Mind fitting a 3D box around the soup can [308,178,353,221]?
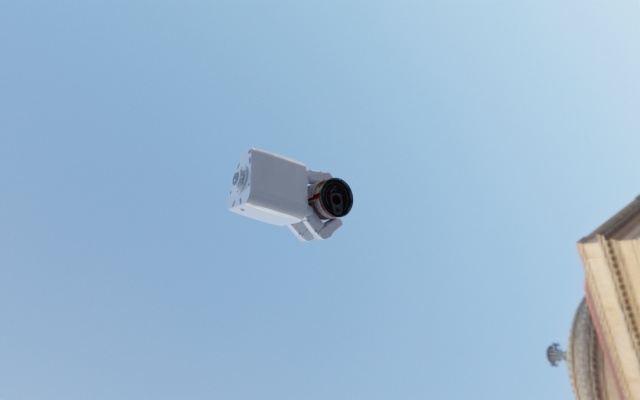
[{"bbox_3d":[0.000,0.003,0.838,0.068,0.068,0.102,0,-9,-35],"label":"soup can"}]
